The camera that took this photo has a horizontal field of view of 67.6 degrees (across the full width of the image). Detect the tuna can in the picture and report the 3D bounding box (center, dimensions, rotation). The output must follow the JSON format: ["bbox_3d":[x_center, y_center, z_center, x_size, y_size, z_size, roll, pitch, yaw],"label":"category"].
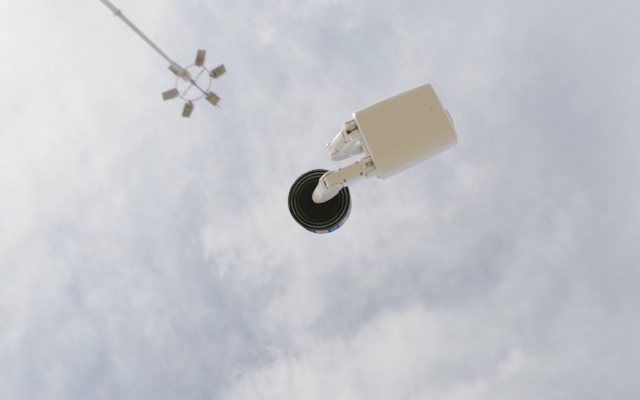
[{"bbox_3d":[0.000,0.002,0.655,0.086,0.086,0.034,0,-13,9],"label":"tuna can"}]
